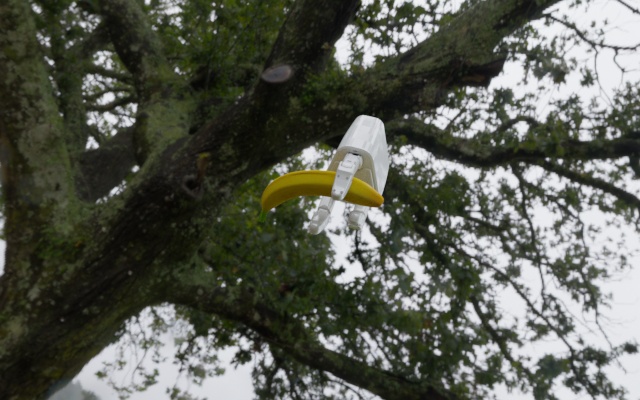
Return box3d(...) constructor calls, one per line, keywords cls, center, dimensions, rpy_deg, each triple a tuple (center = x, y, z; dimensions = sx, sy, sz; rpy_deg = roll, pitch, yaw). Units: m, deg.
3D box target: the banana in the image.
box3d(cls="banana", center=(-0.008, -0.013, 0.700), dimensions=(0.198, 0.070, 0.037), rpy_deg=(-7, 29, 21))
